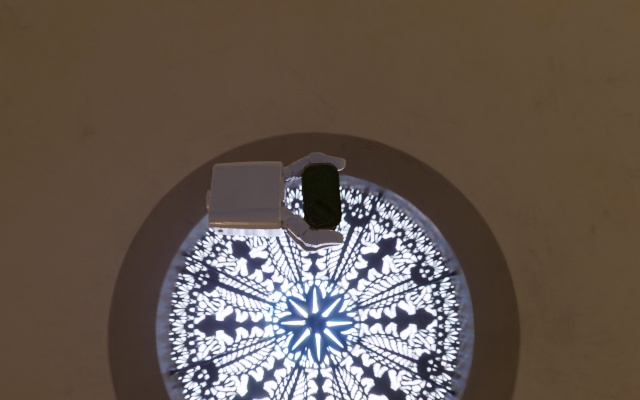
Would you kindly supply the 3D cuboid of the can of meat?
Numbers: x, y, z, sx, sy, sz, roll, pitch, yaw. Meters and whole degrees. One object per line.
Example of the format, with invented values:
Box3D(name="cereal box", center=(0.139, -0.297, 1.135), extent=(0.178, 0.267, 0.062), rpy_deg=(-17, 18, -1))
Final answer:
Box3D(name="can of meat", center=(0.000, 0.002, 0.748), extent=(0.057, 0.102, 0.084), rpy_deg=(-4, -14, -3))
